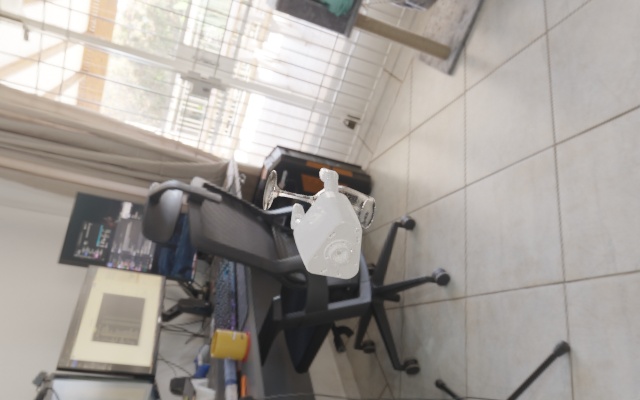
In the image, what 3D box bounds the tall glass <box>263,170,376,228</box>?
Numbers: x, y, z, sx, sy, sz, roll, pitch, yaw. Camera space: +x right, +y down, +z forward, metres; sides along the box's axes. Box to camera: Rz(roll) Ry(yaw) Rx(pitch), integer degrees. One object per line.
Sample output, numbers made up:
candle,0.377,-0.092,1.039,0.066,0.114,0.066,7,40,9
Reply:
tall glass,-0.001,0.003,0.890,0.201,0.079,0.079,13,-4,-19
